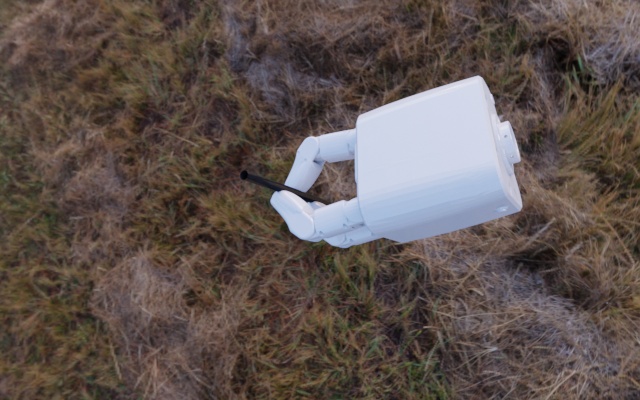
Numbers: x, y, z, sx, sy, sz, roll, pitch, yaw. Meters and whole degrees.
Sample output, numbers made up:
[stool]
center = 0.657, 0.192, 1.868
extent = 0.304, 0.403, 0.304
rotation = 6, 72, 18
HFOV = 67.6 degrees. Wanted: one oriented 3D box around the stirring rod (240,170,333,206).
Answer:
[stirring rod]
center = 0.000, 0.002, 0.480
extent = 0.011, 0.011, 0.239
rotation = 0, -10, 31
